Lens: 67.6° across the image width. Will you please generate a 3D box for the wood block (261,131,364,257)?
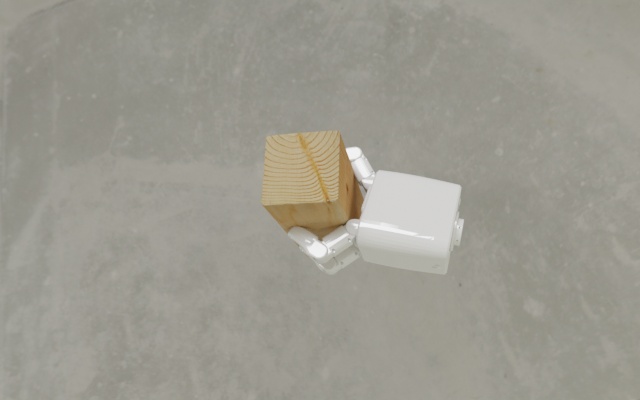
[{"bbox_3d":[0.000,0.002,0.625,0.090,0.090,0.206,-3,-24,12],"label":"wood block"}]
